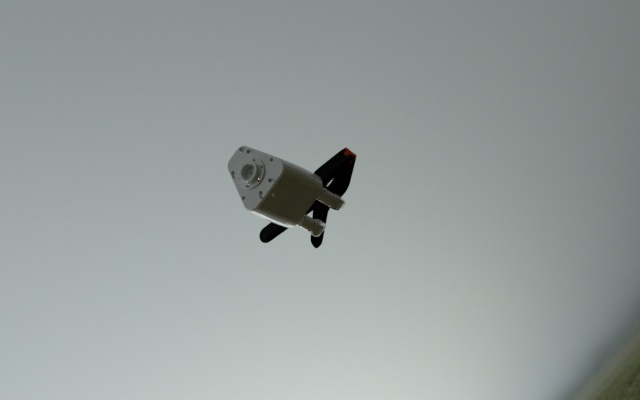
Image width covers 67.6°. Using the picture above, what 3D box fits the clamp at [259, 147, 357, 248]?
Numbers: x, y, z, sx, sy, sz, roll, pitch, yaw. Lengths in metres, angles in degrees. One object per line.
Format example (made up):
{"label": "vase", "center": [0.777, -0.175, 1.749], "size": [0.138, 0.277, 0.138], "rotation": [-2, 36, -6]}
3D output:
{"label": "clamp", "center": [0.000, 0.002, 0.850], "size": [0.036, 0.210, 0.164], "rotation": [42, 10, 31]}
